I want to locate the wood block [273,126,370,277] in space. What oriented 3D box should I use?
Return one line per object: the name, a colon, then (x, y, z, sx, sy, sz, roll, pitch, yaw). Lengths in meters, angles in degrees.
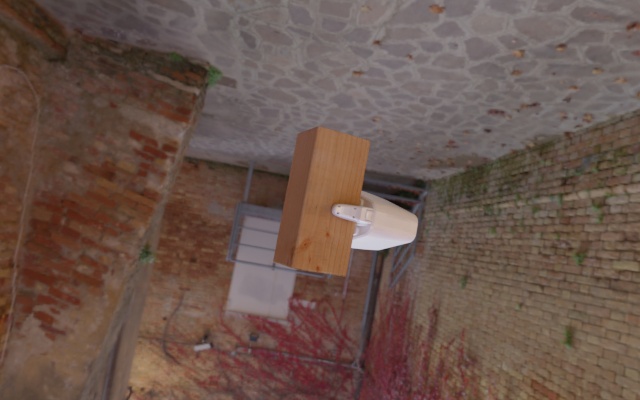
wood block: (0.001, 0.003, 0.728, 0.090, 0.206, 0.091, 12, -5, -24)
